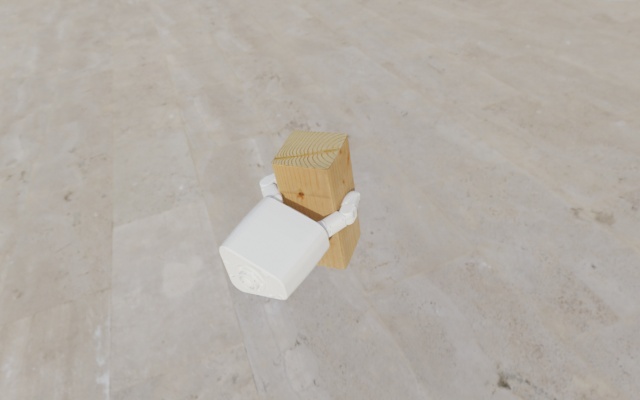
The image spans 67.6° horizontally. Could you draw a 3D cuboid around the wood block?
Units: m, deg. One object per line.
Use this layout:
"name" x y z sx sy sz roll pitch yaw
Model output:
"wood block" 0.000 0.003 0.752 0.091 0.206 0.090 8 43 21
